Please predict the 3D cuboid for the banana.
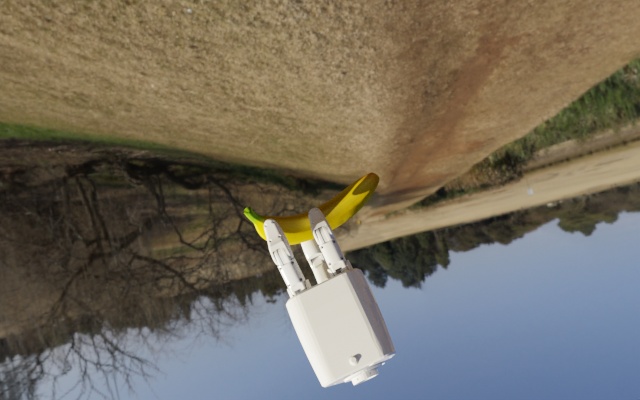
[{"bbox_3d":[-0.004,0.018,0.643,0.198,0.070,0.037,-18,43,-23],"label":"banana"}]
